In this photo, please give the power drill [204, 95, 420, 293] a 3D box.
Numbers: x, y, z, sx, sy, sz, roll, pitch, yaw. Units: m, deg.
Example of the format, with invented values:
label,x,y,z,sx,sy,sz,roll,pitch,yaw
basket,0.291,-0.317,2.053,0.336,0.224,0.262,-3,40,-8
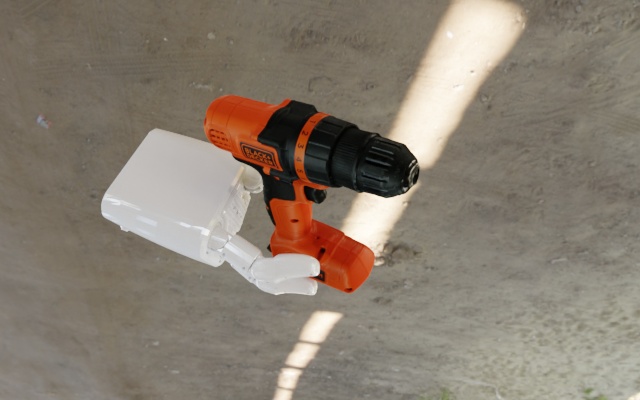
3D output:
label,x,y,z,sx,sy,sz,roll,pitch,yaw
power drill,0.000,0.002,0.412,0.184,0.188,0.057,21,55,29
